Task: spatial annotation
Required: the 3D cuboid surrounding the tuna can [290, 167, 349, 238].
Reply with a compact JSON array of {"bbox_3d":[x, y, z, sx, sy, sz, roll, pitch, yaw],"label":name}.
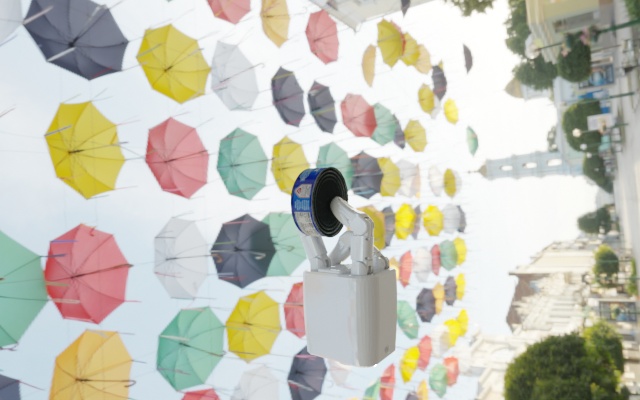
[{"bbox_3d":[0.000,0.002,0.586,0.034,0.086,0.086,1,1,32],"label":"tuna can"}]
